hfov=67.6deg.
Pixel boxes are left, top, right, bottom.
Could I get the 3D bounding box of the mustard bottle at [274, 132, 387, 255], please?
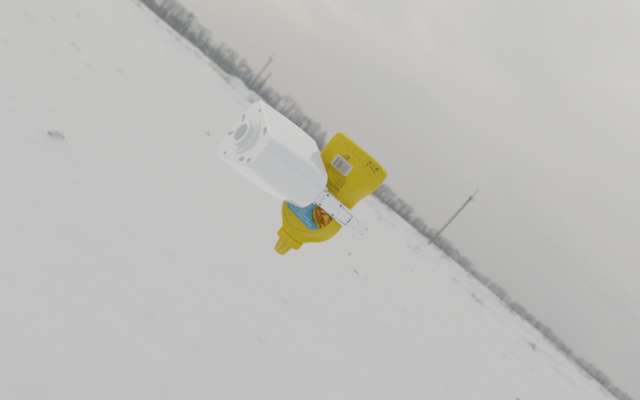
[{"bbox_3d":[0.000,0.002,0.685,0.096,0.191,0.058,44,7,26],"label":"mustard bottle"}]
